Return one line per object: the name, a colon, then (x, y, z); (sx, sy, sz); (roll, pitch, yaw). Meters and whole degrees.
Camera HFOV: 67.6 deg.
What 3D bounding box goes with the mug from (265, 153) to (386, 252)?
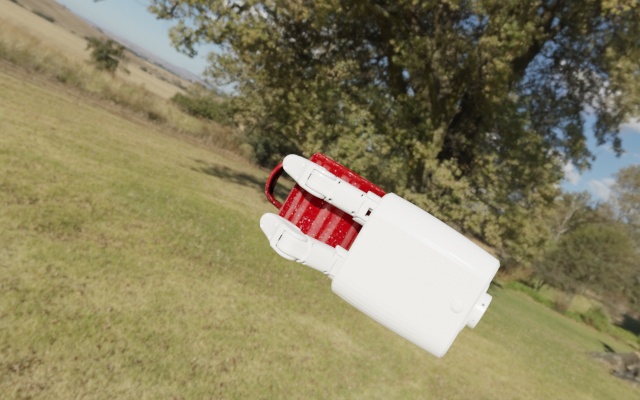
mug: (-0.001, 0.001, 0.463); (0.117, 0.081, 0.093); (32, 6, 18)
